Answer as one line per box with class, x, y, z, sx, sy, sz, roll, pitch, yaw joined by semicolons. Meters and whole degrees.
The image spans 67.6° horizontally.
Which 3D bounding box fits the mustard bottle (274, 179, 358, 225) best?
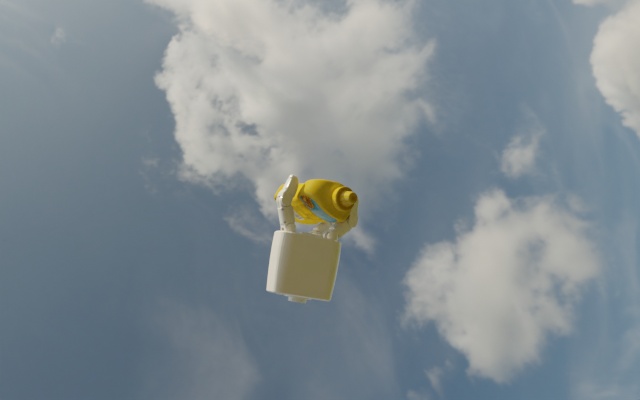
mustard bottle;0.000;0.002;0.850;0.096;0.058;0.191;42;-25;-24
